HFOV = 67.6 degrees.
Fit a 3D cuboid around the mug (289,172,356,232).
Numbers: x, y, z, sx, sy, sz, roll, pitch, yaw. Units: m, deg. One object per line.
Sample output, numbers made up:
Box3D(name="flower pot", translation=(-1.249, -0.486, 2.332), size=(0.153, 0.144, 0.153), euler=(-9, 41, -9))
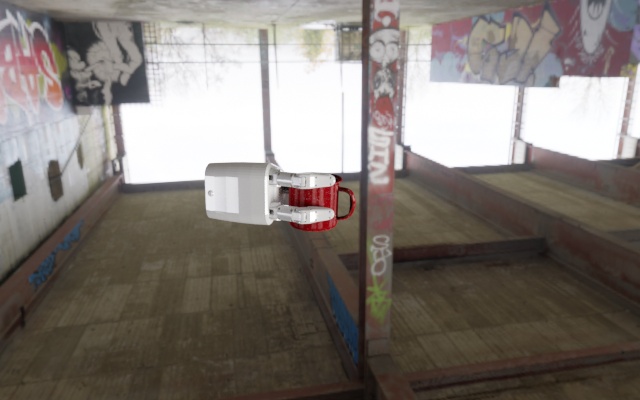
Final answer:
Box3D(name="mug", translation=(0.002, 0.003, 0.789), size=(0.117, 0.081, 0.093), euler=(5, 16, 12))
